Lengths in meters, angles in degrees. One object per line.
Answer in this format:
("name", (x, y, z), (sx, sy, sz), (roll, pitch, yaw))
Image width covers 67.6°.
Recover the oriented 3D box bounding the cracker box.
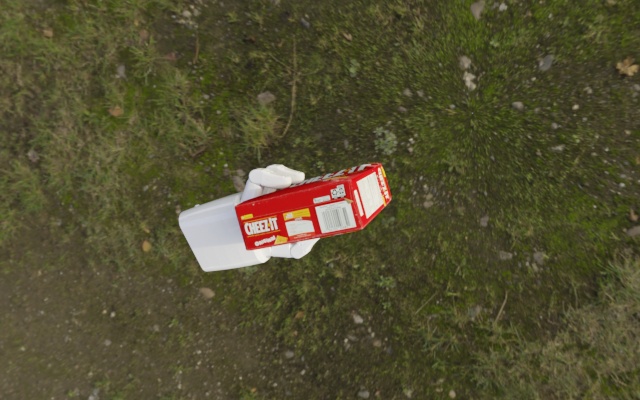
("cracker box", (0.000, 0.002, 0.693), (0.164, 0.072, 0.213), (-13, 6, 19))
